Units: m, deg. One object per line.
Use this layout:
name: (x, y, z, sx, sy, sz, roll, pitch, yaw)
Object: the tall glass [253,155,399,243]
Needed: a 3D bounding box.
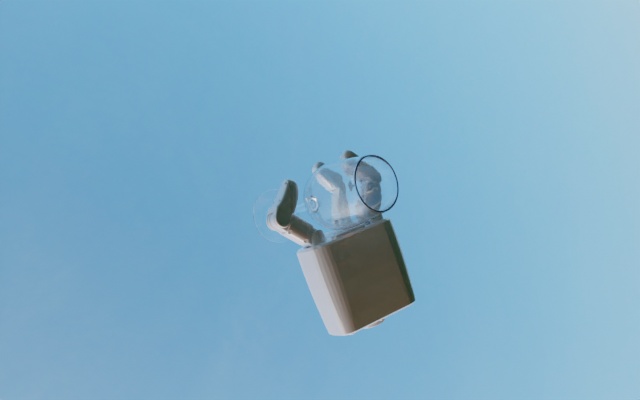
tall glass: (0.000, 0.002, 0.567, 0.079, 0.079, 0.201, 0, -12, -37)
